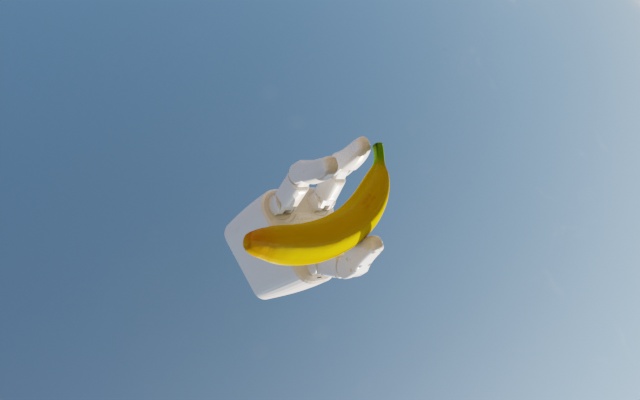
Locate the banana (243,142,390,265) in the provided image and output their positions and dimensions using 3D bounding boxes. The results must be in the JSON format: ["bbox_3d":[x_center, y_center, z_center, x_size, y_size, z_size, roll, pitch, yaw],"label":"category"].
[{"bbox_3d":[0.012,0.015,0.442,0.197,0.069,0.037,-37,6,-41],"label":"banana"}]
